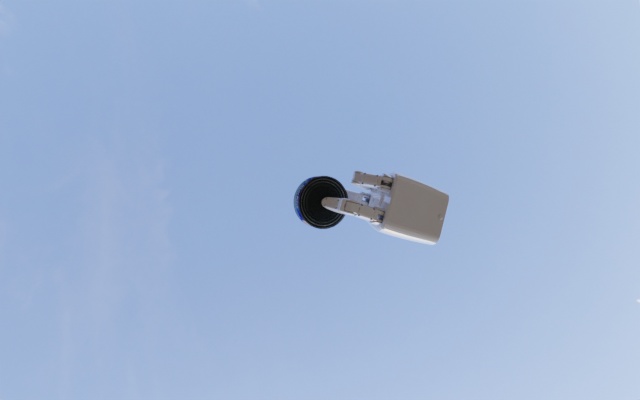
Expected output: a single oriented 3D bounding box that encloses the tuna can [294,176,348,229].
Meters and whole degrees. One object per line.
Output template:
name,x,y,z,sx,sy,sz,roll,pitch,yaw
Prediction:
tuna can,0.000,0.002,0.779,0.086,0.086,0.034,0,3,-20
